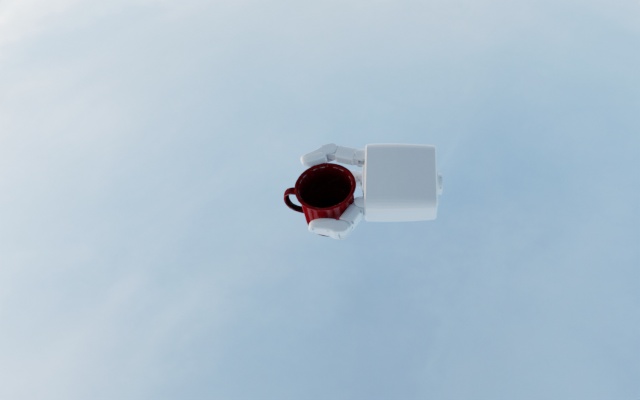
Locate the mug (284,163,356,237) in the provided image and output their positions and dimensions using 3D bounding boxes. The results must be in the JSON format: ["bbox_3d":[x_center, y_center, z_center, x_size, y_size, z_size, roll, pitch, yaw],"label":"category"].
[{"bbox_3d":[-0.001,0.003,0.745,0.117,0.093,0.082,1,-38,10],"label":"mug"}]
